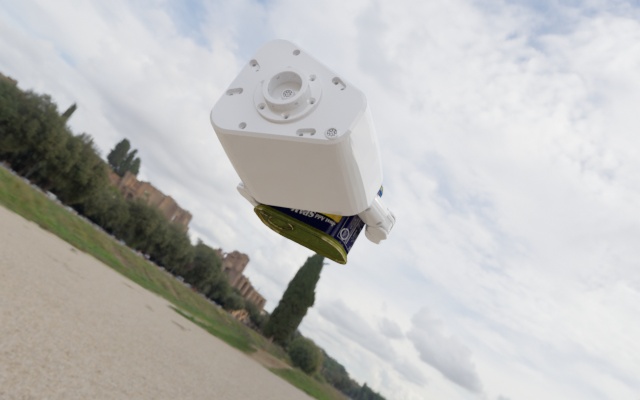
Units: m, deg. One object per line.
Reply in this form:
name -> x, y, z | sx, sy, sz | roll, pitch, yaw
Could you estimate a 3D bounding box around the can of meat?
can of meat -> 0.000, 0.001, 0.470 | 0.102, 0.084, 0.057 | 23, -20, 25
